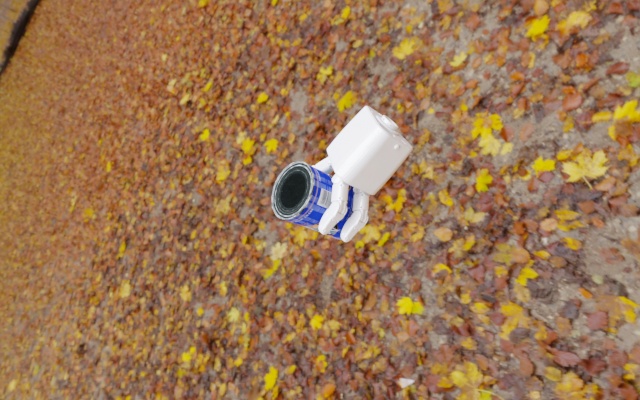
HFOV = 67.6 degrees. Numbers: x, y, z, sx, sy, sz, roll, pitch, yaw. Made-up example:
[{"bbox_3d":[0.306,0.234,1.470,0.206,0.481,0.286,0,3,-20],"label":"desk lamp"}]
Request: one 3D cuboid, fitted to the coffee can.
[{"bbox_3d":[0.000,0.003,0.837,0.140,0.102,0.103,22,-15,-42],"label":"coffee can"}]
